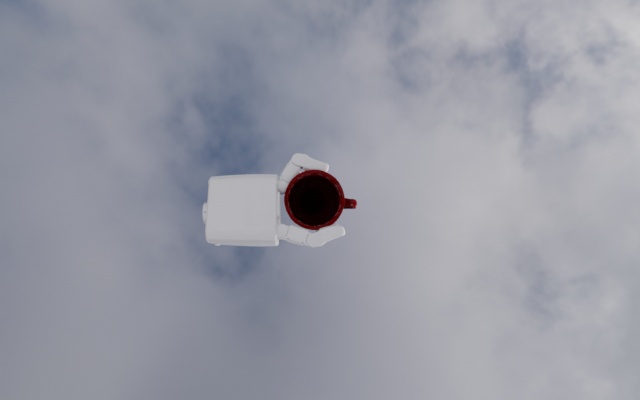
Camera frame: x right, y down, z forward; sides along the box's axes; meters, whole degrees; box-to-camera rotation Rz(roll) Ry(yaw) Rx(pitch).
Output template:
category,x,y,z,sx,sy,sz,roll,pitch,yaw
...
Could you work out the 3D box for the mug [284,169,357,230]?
category,x,y,z,sx,sy,sz,roll,pitch,yaw
mug,0.002,0.002,0.769,0.117,0.093,0.081,1,-5,-4
